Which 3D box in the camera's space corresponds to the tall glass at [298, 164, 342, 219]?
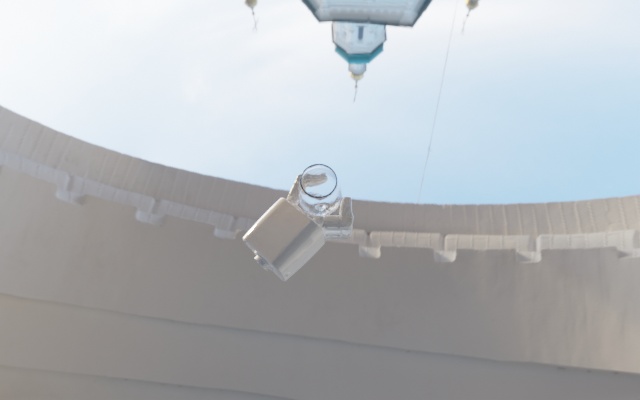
[{"bbox_3d":[0.000,0.003,0.879,0.079,0.079,0.201,0,-21,2],"label":"tall glass"}]
